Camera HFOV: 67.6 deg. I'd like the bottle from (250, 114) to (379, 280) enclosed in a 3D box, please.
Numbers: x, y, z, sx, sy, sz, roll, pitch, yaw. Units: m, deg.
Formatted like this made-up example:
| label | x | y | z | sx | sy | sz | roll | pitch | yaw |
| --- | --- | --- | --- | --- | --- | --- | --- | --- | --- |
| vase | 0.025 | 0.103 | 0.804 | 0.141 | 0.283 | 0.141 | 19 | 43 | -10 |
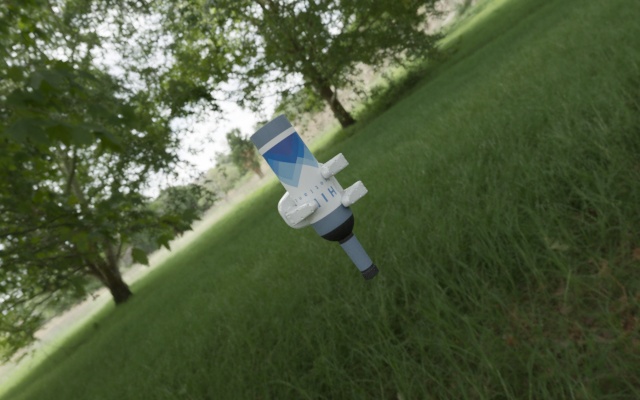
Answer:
| label | x | y | z | sx | sy | sz | roll | pitch | yaw |
| --- | --- | --- | --- | --- | --- | --- | --- | --- | --- |
| bottle | 0.000 | 0.002 | 0.764 | 0.069 | 0.296 | 0.069 | -35 | 6 | 4 |
